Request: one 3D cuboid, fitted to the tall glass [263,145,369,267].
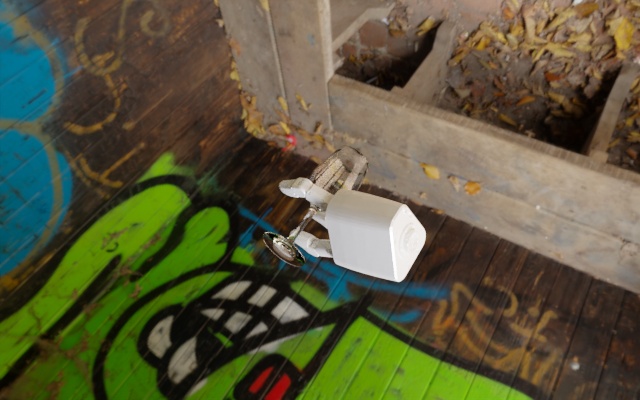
[{"bbox_3d":[0.000,0.003,0.739,0.079,0.201,0.079,28,-30,17],"label":"tall glass"}]
